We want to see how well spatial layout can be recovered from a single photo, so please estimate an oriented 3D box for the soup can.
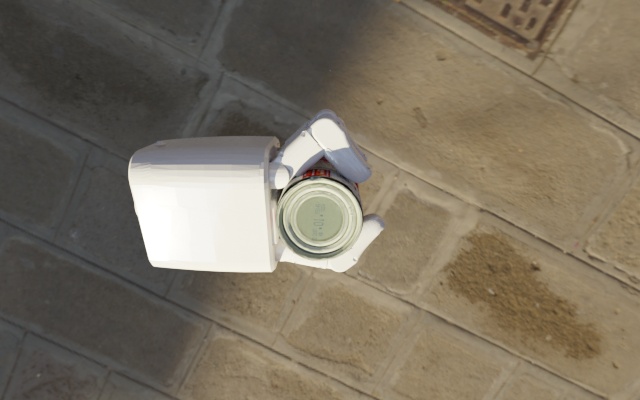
[{"bbox_3d":[0.001,0.002,0.401,0.068,0.068,0.102,0,15,1],"label":"soup can"}]
